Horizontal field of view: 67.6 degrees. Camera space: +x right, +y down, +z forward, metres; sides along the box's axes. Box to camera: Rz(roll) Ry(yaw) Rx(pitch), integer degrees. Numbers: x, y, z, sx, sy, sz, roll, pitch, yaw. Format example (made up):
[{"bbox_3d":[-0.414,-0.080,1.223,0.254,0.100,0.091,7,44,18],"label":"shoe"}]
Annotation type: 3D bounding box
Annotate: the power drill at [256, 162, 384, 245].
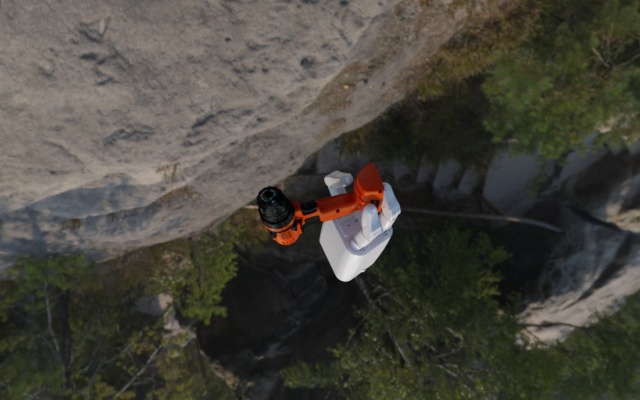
[{"bbox_3d":[0.001,0.002,0.728,0.187,0.057,0.184,-17,-19,-2],"label":"power drill"}]
